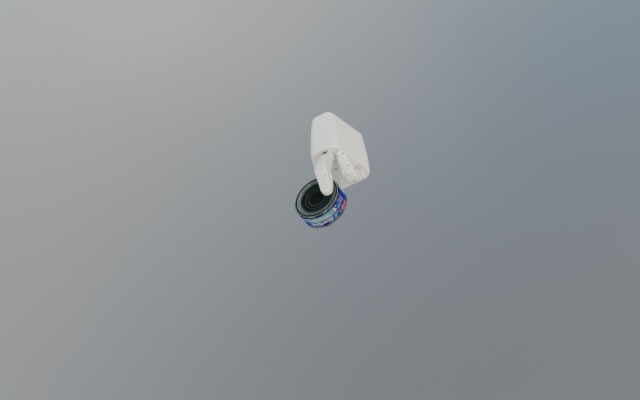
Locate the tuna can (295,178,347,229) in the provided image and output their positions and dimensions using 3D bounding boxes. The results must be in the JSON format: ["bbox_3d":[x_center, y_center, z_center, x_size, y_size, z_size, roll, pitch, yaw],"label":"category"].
[{"bbox_3d":[0.000,0.002,0.811,0.086,0.086,0.034,0,-34,34],"label":"tuna can"}]
